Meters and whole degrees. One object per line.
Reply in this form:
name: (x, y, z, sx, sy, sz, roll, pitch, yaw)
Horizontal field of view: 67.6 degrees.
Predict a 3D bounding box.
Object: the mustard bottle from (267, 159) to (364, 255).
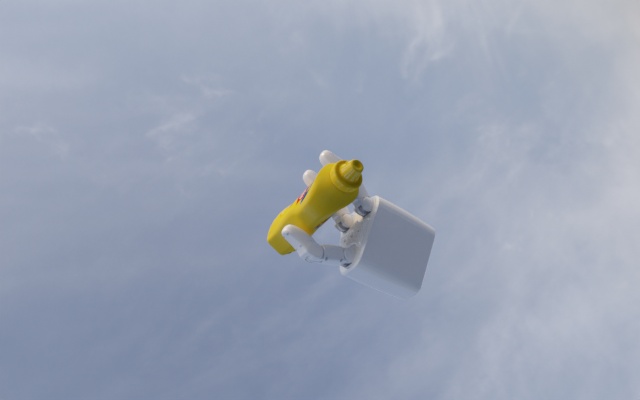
mustard bottle: (0.000, 0.002, 0.640, 0.096, 0.058, 0.192, -45, 1, -41)
